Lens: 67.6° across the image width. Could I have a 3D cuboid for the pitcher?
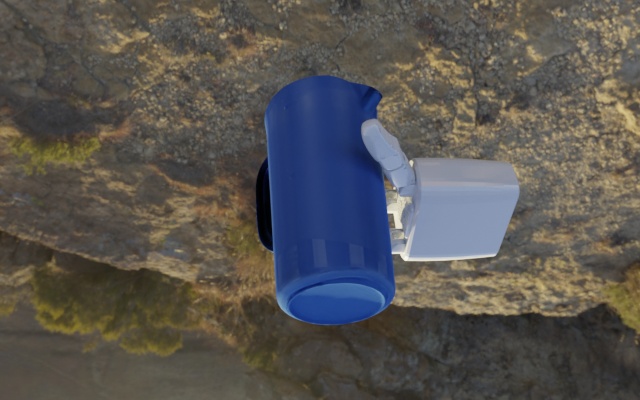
[{"bbox_3d":[0.000,0.002,0.502,0.145,0.242,0.149,0,-37,-5],"label":"pitcher"}]
